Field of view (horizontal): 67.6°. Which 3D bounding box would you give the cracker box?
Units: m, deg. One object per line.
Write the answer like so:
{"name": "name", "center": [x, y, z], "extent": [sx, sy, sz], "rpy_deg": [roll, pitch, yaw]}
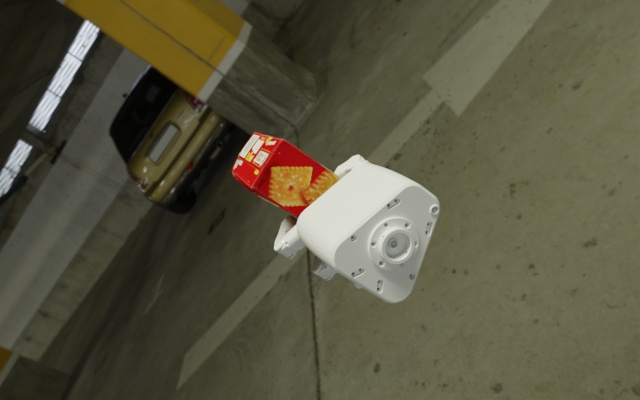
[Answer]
{"name": "cracker box", "center": [0.000, 0.002, 0.608], "extent": [0.214, 0.072, 0.164], "rpy_deg": [34, -2, -21]}
